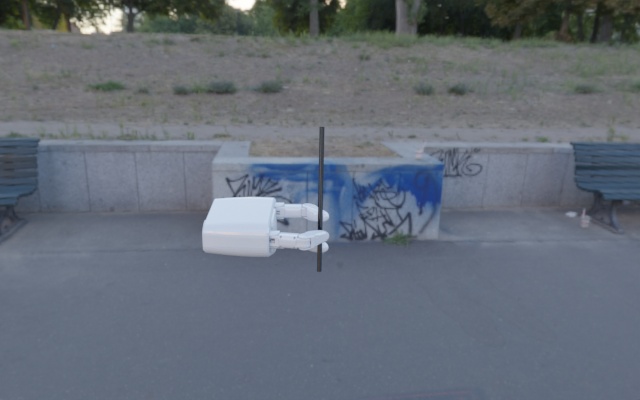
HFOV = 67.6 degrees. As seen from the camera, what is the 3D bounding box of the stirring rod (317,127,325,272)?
[{"bbox_3d":[0.000,0.003,0.771,0.011,0.239,0.011,1,15,0],"label":"stirring rod"}]
